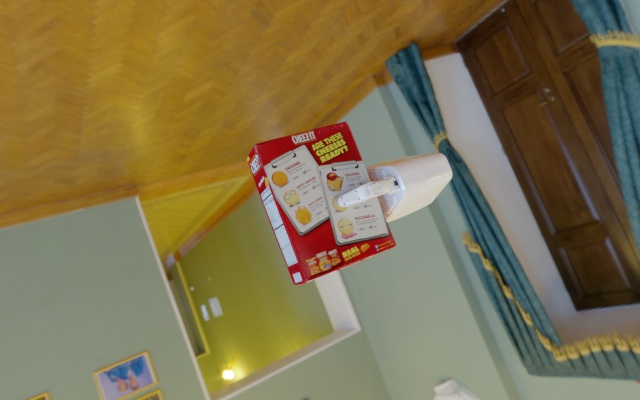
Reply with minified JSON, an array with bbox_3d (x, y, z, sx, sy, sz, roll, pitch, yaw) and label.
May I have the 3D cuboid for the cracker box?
[{"bbox_3d":[0.000,0.003,0.738,0.164,0.213,0.072,-18,-8,-26],"label":"cracker box"}]
